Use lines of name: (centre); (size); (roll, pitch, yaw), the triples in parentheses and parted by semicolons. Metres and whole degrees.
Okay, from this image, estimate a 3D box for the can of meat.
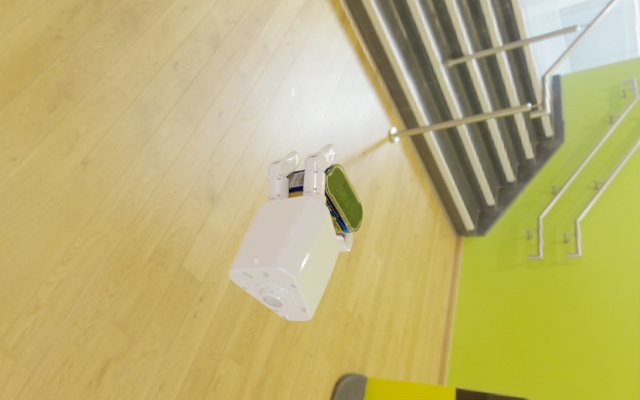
can of meat: (0.000, 0.002, 0.643); (0.084, 0.102, 0.057); (-8, 39, 33)
